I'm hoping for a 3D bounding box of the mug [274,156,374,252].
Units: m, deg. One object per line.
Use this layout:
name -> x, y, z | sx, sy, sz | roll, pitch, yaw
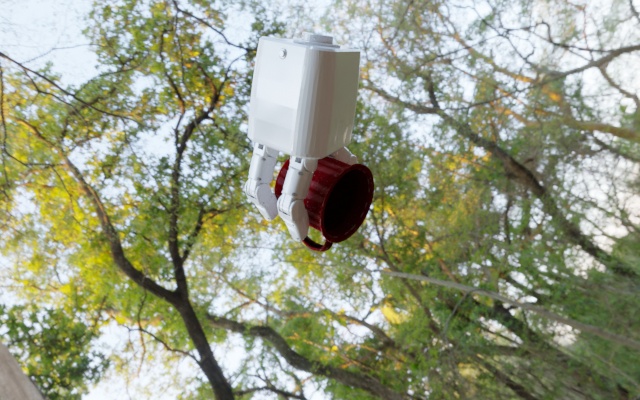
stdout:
mug -> 0.000, 0.003, 0.554 | 0.081, 0.117, 0.093 | 25, 25, 35
